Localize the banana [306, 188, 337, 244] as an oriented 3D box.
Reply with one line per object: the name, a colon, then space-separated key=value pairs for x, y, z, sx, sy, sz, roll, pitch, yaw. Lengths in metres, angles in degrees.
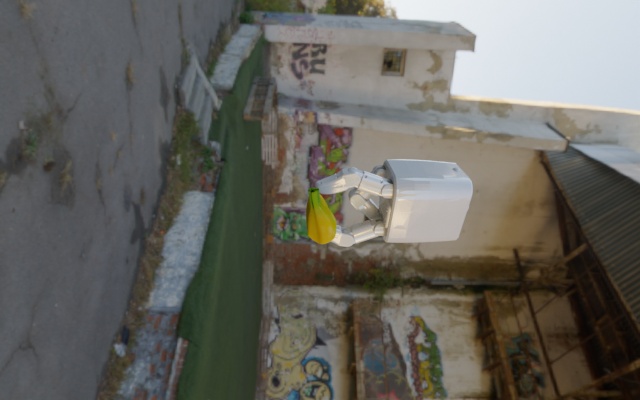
banana: x=0.000 y=0.021 z=0.625 sx=0.037 sy=0.069 sz=0.198 roll=0 pitch=-1 yaw=-3
